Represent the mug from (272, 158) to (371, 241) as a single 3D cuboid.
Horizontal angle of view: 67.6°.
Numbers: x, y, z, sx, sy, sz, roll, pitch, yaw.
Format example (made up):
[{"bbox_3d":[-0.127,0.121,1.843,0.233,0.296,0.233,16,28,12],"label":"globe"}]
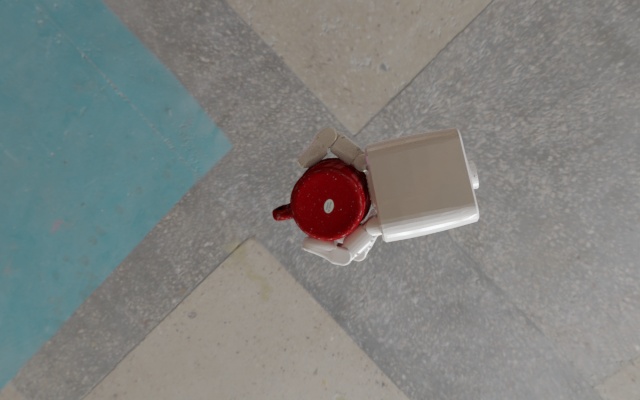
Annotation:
[{"bbox_3d":[-0.001,0.002,0.549,0.117,0.093,0.081,-12,6,10],"label":"mug"}]
